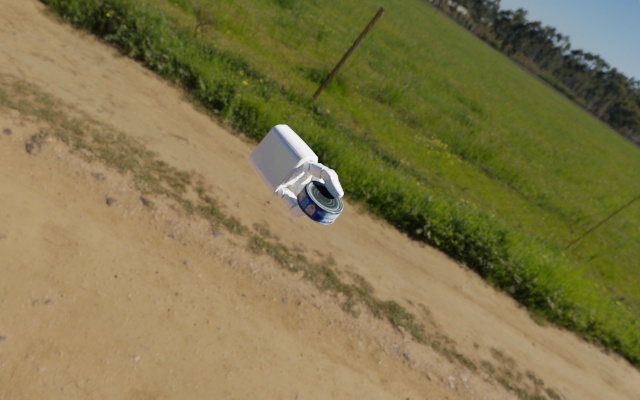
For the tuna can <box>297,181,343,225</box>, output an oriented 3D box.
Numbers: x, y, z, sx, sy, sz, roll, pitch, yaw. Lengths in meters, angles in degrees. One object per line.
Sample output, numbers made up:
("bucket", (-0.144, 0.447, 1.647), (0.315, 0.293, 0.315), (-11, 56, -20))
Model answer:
("tuna can", (0.000, 0.003, 0.898), (0.086, 0.086, 0.034), (0, -42, -47))
